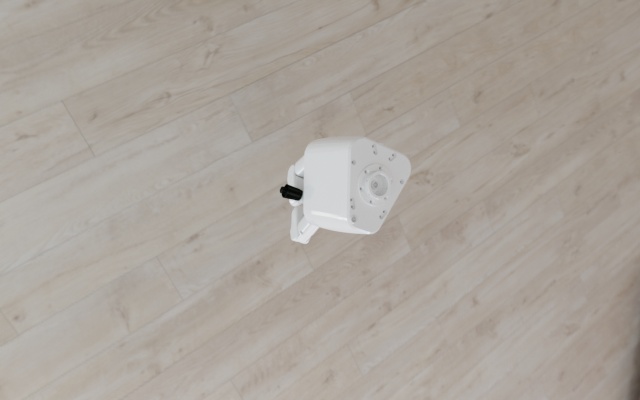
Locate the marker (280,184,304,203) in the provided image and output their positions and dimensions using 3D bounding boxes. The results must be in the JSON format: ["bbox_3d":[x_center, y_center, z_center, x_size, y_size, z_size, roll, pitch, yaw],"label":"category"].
[{"bbox_3d":[0.000,0.002,0.643,0.121,0.020,0.020,18,-9,-28],"label":"marker"}]
